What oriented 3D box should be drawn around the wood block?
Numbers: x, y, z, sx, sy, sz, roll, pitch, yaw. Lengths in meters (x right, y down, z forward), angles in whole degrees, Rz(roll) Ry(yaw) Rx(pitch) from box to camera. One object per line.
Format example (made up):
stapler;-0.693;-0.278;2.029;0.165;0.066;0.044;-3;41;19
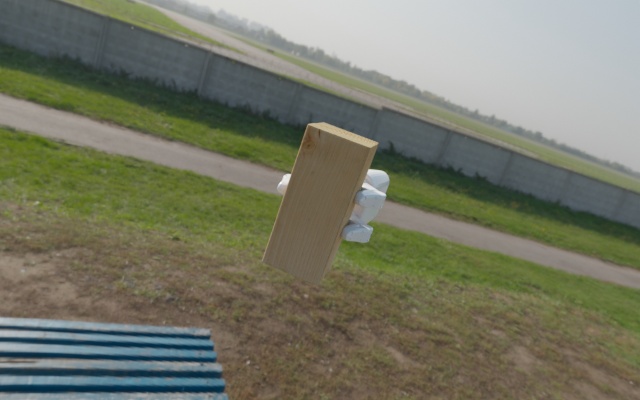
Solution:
wood block;0.000;0.002;0.683;0.091;0.206;0.090;22;15;9
